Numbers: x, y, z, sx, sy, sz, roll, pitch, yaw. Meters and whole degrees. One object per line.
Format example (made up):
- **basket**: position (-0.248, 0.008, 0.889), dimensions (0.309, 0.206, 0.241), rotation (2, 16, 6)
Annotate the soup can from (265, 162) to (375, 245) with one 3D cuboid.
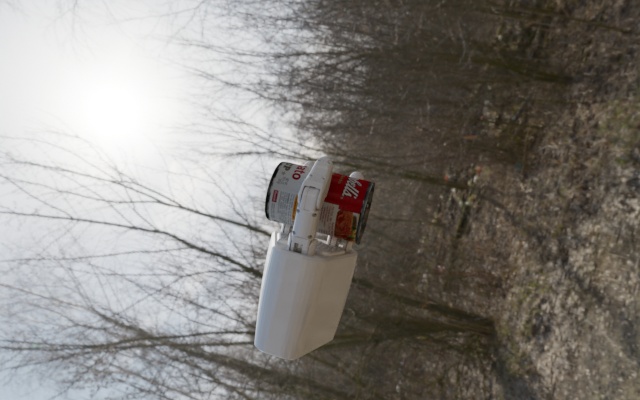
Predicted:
- **soup can**: position (0.000, 0.001, 0.508), dimensions (0.102, 0.068, 0.068), rotation (14, 2, 10)
